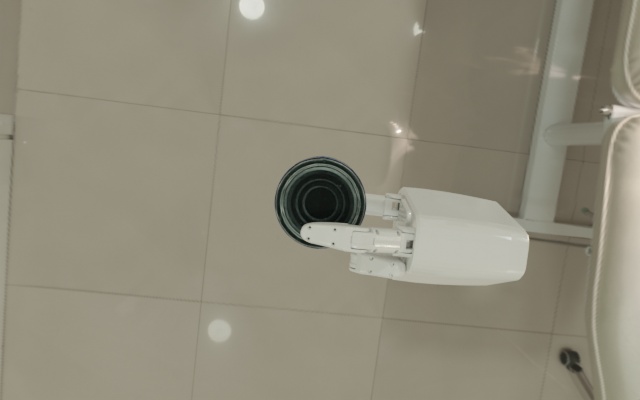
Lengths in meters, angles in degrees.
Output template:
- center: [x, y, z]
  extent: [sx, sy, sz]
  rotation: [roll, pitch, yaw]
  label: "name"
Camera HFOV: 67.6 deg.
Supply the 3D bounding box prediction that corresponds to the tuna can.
- center: [0.000, 0.002, 0.448]
  extent: [0.086, 0.086, 0.033]
  rotation: [0, 6, 1]
  label: "tuna can"
